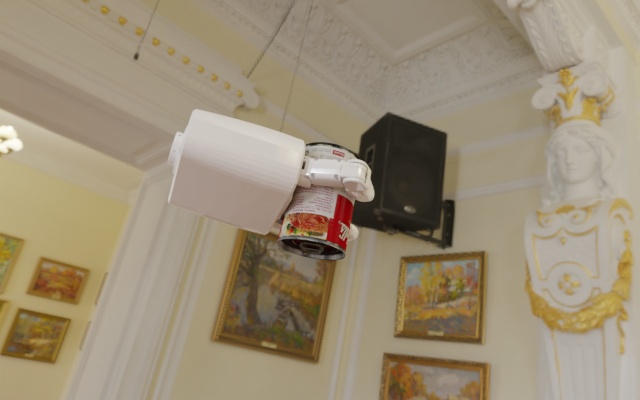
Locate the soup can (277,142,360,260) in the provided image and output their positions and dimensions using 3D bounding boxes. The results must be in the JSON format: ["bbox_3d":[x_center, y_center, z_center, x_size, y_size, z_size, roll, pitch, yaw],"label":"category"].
[{"bbox_3d":[0.001,0.001,0.479,0.068,0.102,0.068,10,-21,4],"label":"soup can"}]
